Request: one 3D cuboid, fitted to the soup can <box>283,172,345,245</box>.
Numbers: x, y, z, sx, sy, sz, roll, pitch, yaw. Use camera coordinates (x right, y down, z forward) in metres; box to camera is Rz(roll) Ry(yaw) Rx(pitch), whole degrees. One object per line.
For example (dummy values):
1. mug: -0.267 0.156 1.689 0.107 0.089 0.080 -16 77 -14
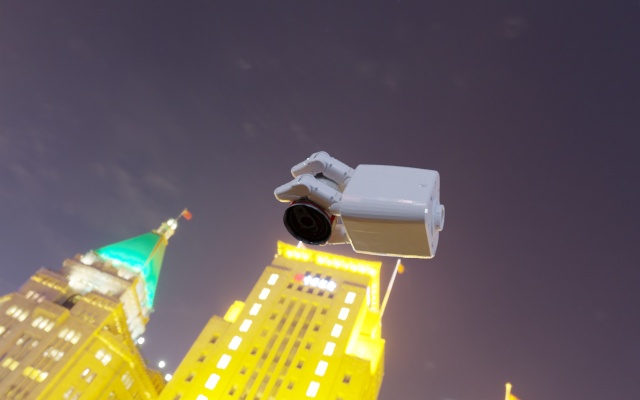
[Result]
1. soup can: 0.000 0.002 0.653 0.068 0.068 0.102 0 36 26
